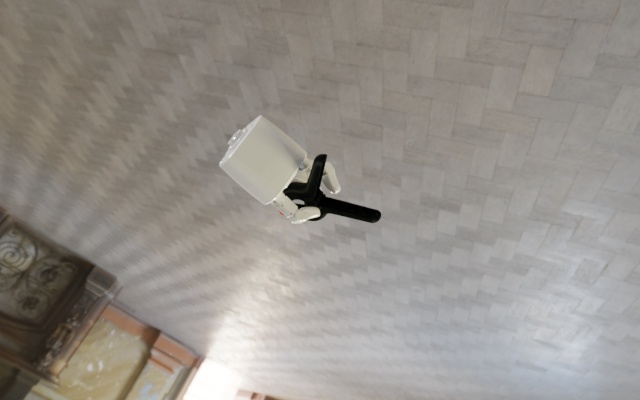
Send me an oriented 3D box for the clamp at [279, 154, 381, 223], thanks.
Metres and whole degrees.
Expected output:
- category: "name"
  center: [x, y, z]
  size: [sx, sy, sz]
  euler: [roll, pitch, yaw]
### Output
- category: "clamp"
  center: [-0.001, 0.003, 0.877]
  size: [0.164, 0.036, 0.210]
  euler: [42, -35, -18]
